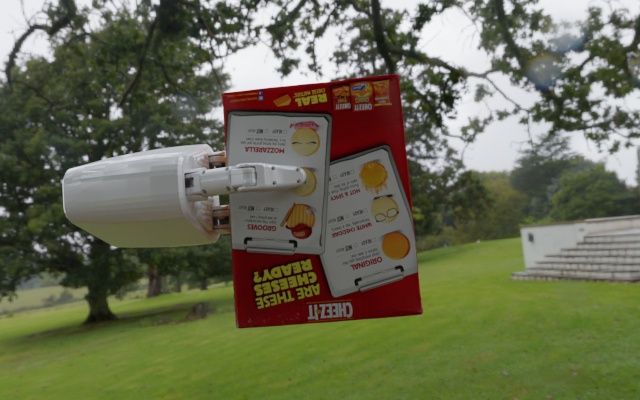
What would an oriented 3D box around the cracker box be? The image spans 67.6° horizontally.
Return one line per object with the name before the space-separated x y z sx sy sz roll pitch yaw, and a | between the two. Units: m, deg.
cracker box | 0.000 0.001 0.449 0.164 0.213 0.072 -5 -5 4
